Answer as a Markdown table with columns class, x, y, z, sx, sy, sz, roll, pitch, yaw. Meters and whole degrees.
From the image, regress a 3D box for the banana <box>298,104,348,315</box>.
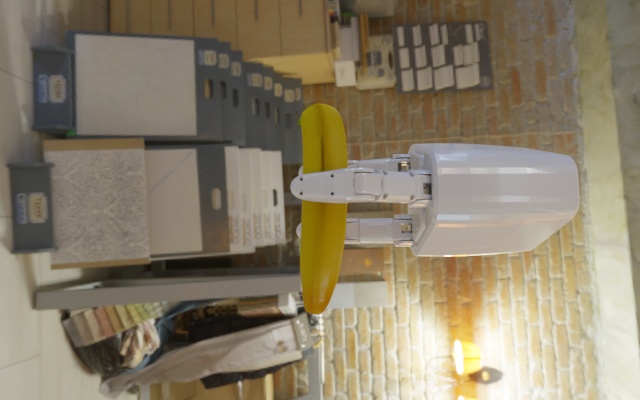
| class | x | y | z | sx | sy | sz | roll | pitch | yaw |
| --- | --- | --- | --- | --- | --- | --- | --- | --- | --- |
| banana | 0.002 | -0.011 | 0.389 | 0.037 | 0.197 | 0.070 | 2 | -31 | -6 |
